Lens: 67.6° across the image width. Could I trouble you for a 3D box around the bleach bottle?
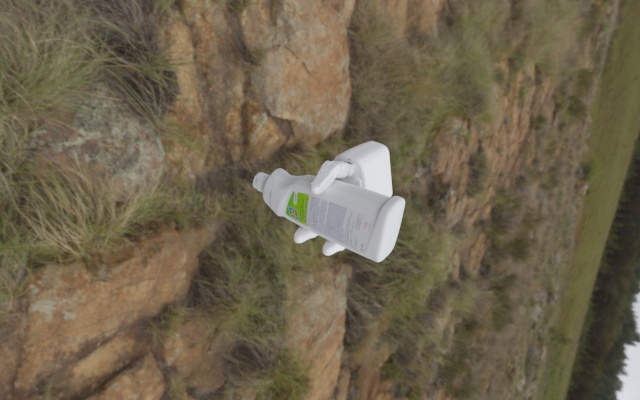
[{"bbox_3d":[0.000,0.003,0.748,0.251,0.103,0.068,23,30,25],"label":"bleach bottle"}]
